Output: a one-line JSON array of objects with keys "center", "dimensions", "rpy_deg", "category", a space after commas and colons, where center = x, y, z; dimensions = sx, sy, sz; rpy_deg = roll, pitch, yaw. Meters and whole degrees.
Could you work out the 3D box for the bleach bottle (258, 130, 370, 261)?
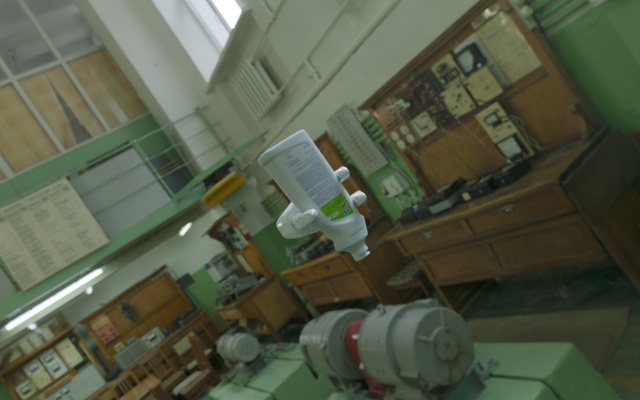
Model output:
[{"center": [0.000, 0.003, 0.856], "dimensions": [0.102, 0.251, 0.068], "rpy_deg": [-35, 2, -21], "category": "bleach bottle"}]
